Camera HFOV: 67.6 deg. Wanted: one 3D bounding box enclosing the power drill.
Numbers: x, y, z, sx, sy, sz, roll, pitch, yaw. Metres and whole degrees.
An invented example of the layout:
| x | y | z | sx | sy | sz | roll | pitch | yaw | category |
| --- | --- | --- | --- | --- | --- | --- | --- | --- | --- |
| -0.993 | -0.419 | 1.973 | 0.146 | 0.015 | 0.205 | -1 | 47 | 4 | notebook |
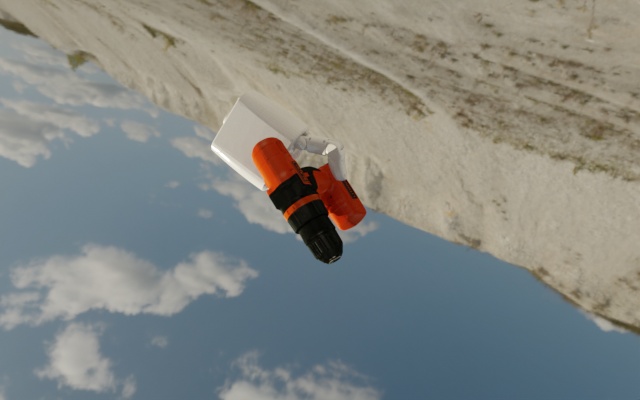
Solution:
| x | y | z | sx | sy | sz | roll | pitch | yaw | category |
| --- | --- | --- | --- | --- | --- | --- | --- | --- | --- |
| 0.000 | 0.002 | 0.664 | 0.057 | 0.184 | 0.187 | -36 | -17 | 17 | power drill |
